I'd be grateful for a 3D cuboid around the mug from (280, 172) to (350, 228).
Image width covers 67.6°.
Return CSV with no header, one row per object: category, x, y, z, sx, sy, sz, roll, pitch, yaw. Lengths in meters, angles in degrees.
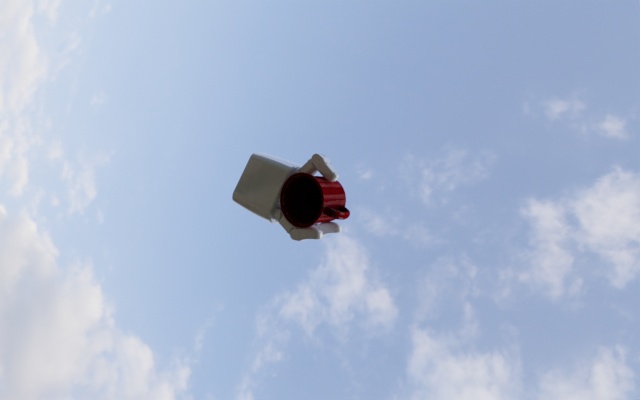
mug,0.001,0.003,0.819,0.117,0.093,0.081,25,15,32
